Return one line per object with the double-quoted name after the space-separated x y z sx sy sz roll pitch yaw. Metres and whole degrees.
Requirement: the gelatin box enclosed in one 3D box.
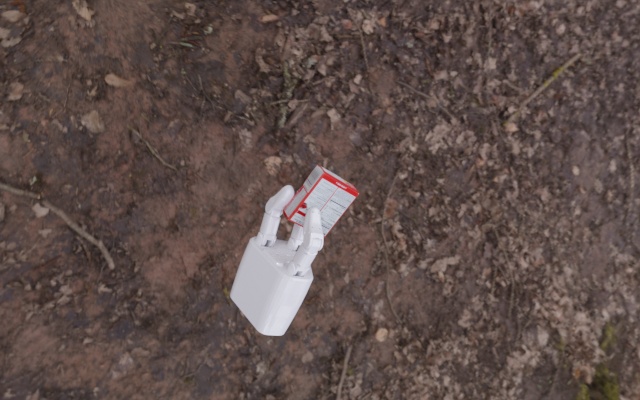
0.000 0.002 0.690 0.073 0.089 0.030 28 17 -35 "gelatin box"
